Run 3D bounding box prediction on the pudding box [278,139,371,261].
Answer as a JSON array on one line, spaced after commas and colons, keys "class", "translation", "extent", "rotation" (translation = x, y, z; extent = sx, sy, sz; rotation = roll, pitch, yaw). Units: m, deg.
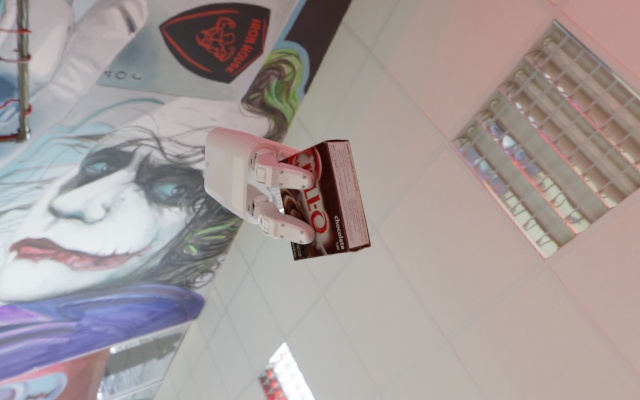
[{"class": "pudding box", "translation": [0.000, 0.002, 0.497], "extent": [0.039, 0.113, 0.090], "rotation": [-11, -4, -40]}]
